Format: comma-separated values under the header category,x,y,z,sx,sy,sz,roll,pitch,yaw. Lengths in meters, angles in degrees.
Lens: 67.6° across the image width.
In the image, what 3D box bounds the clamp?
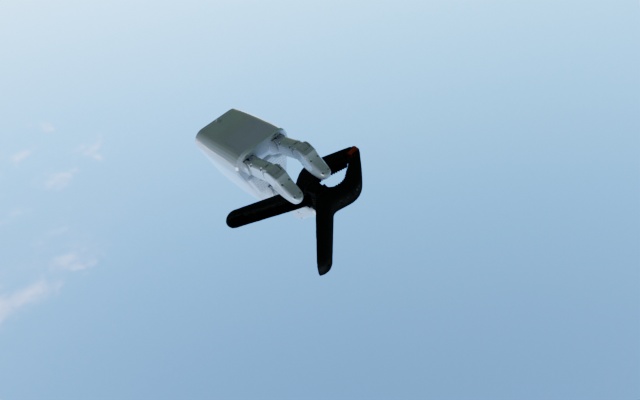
category,x,y,z,sx,sy,sz,roll,pitch,yaw
clamp,0.000,0.002,0.643,0.164,0.036,0.210,31,58,31
